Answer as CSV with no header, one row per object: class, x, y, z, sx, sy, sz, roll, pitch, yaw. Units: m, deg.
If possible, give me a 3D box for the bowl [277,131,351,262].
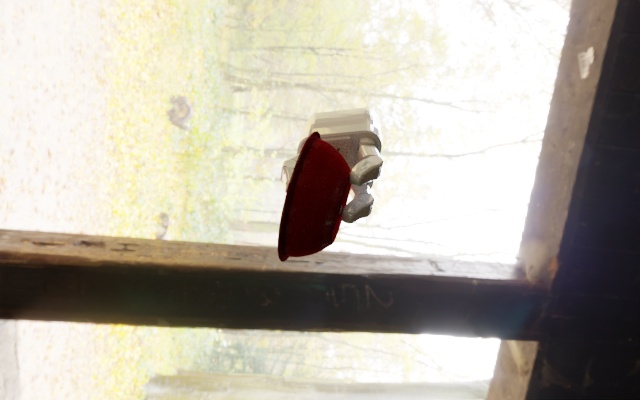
bowl,0.000,0.003,0.571,0.055,0.162,0.162,15,2,8
